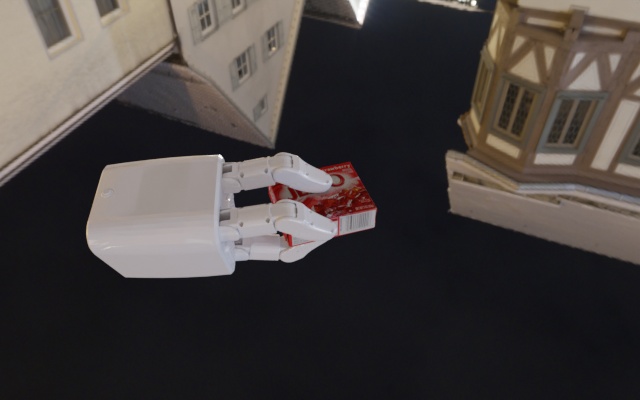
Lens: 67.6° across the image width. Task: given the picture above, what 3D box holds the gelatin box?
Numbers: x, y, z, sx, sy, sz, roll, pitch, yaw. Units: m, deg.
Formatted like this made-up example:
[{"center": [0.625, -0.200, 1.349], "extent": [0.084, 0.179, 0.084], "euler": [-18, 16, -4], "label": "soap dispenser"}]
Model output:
[{"center": [0.000, 0.002, 0.465], "extent": [0.089, 0.030, 0.073], "euler": [-12, 45, -13], "label": "gelatin box"}]
